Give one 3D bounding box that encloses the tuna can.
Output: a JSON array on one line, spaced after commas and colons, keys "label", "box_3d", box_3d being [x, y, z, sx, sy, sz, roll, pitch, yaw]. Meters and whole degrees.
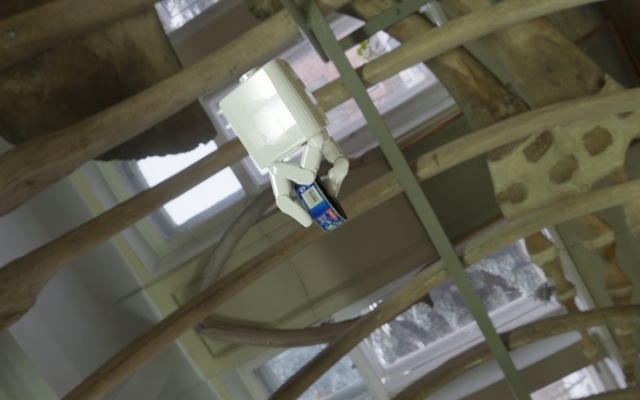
[{"label": "tuna can", "box_3d": [0.000, 0.003, 0.686, 0.034, 0.086, 0.086, -36, -6, 9]}]
